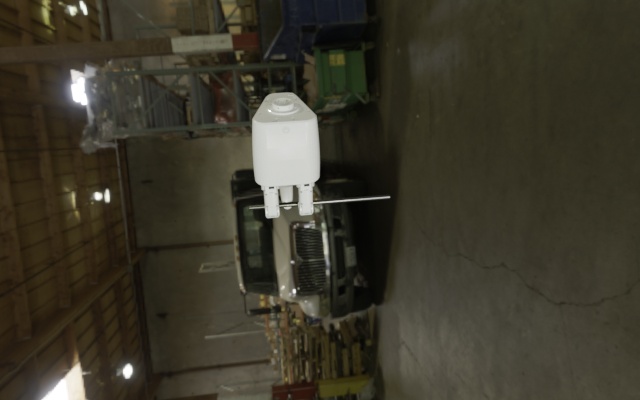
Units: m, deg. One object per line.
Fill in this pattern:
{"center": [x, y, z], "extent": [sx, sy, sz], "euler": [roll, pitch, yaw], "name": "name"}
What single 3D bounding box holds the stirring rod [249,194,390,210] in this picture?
{"center": [0.000, 0.003, 0.814], "extent": [0.239, 0.011, 0.011], "euler": [-4, 0, -6], "name": "stirring rod"}
